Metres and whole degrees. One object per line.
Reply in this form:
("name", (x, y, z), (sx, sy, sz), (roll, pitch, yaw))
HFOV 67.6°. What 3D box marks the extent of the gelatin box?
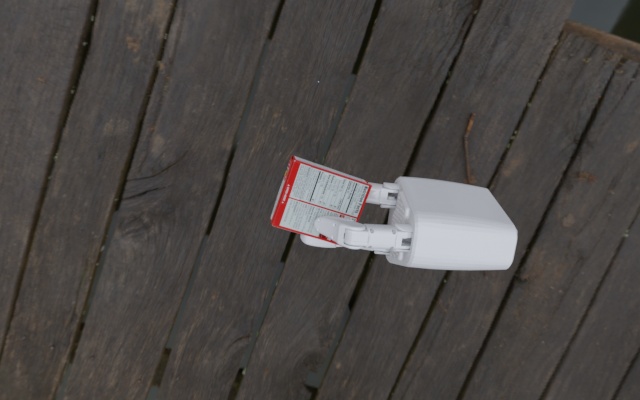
("gelatin box", (0.000, 0.002, 0.503), (0.089, 0.073, 0.030), (17, 12, -13))
